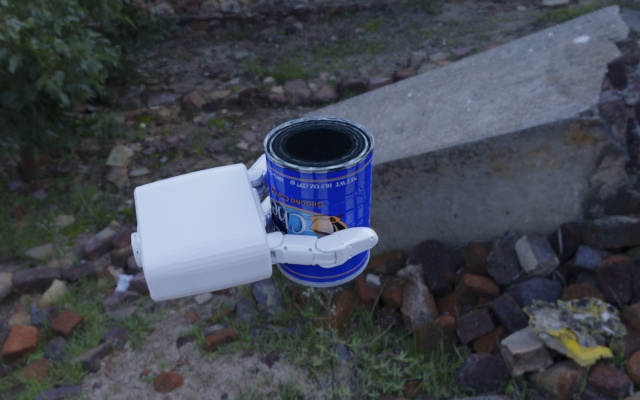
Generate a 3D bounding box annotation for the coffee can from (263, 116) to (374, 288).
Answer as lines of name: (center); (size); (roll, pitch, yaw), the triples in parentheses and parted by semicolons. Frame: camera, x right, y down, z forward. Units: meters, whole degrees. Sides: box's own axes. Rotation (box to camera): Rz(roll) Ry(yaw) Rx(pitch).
coffee can: (0.000, 0.002, 0.480); (0.103, 0.140, 0.102); (-1, 36, 1)
